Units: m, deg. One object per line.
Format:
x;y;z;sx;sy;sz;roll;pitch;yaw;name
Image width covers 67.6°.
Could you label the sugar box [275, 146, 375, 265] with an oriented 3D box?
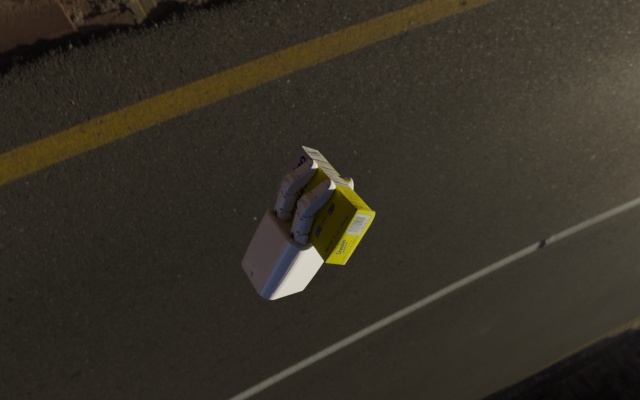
0.000;0.002;0.707;0.048;0.093;0.176;11;28;-42;sugar box
